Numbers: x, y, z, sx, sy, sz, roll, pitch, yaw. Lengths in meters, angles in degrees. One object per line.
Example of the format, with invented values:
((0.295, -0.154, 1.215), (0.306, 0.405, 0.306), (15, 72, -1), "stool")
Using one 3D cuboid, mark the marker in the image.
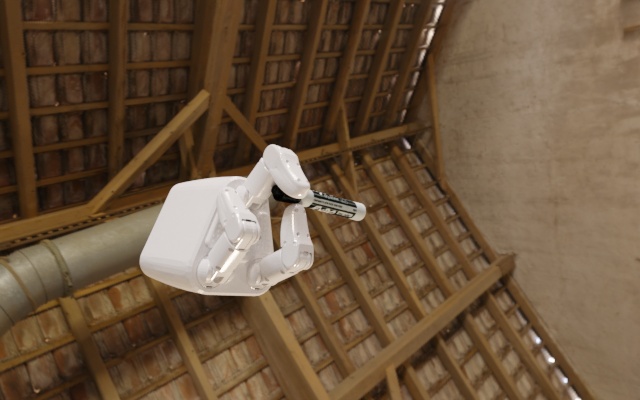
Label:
((0.000, 0.002, 0.466), (0.020, 0.020, 0.121), (0, -10, 44), "marker")
